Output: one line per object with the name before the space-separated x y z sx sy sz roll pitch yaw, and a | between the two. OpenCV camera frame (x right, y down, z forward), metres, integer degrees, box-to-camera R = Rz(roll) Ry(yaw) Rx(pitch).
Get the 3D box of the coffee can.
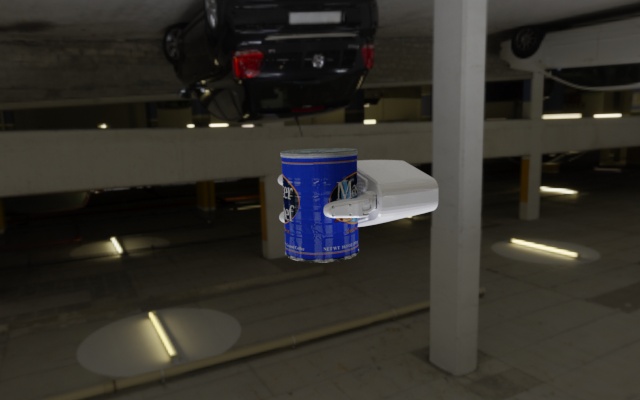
coffee can | 0.000 0.002 0.646 0.103 0.140 0.103 -2 9 0
